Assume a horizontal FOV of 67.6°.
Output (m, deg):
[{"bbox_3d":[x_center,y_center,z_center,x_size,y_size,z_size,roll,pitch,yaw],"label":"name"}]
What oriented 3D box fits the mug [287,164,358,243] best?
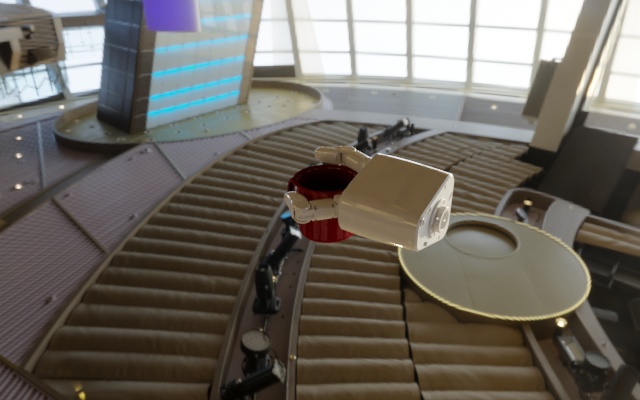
[{"bbox_3d":[-0.001,0.002,0.664,0.117,0.081,0.093,17,32,32],"label":"mug"}]
